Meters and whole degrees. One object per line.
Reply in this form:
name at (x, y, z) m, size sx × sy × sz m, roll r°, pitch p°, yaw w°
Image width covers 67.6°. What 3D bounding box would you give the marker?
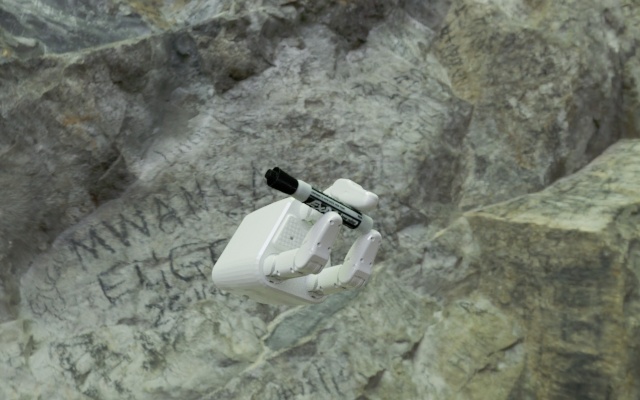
marker at (0.000, 0.001, 0.437) m, size 0.121 × 0.020 × 0.020 m, roll 28°, pitch -16°, yaw -32°
